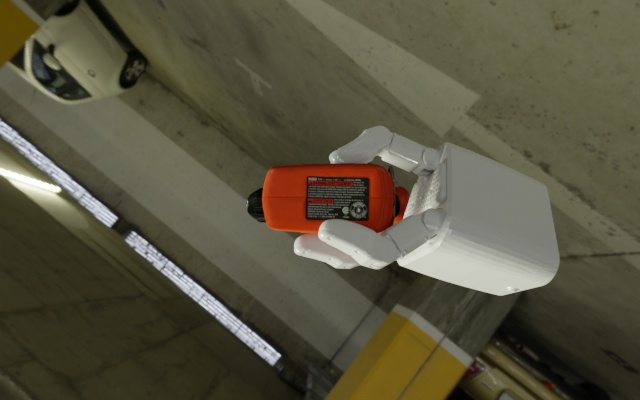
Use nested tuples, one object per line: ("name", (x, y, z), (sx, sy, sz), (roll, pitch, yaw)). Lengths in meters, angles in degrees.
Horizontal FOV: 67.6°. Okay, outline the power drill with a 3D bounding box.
("power drill", (0.000, 0.002, 0.467), (0.184, 0.057, 0.187), (-1, -2, 6))
